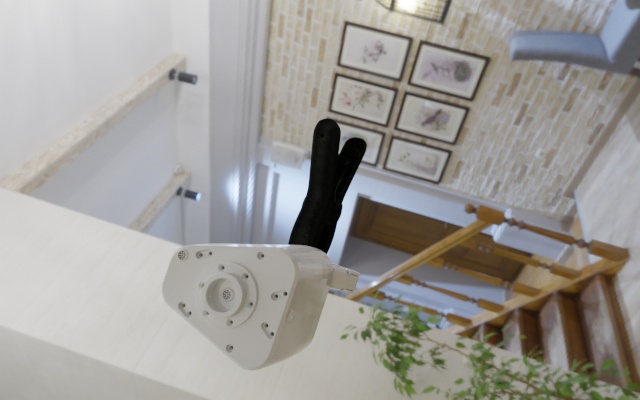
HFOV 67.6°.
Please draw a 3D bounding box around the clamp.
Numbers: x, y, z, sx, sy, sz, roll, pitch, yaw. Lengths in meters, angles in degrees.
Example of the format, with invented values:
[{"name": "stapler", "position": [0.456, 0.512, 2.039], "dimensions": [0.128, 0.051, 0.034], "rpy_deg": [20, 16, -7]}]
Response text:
[{"name": "clamp", "position": [0.000, 0.002, 0.477], "dimensions": [0.039, 0.171, 0.120], "rpy_deg": [15, -6, 25]}]
